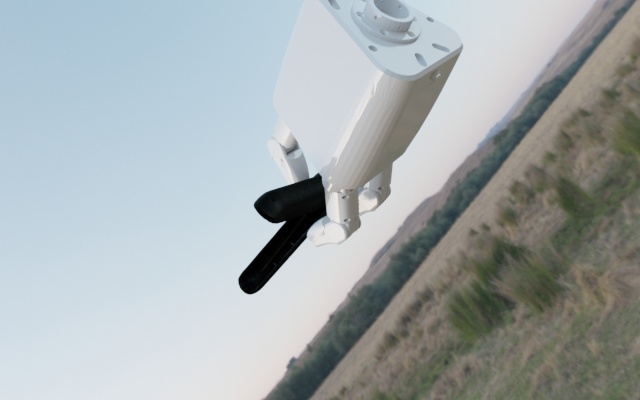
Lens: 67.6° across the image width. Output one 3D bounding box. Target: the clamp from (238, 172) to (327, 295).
[{"bbox_3d":[0.000,0.001,0.462,0.210,0.036,0.165,-38,-14,-38],"label":"clamp"}]
